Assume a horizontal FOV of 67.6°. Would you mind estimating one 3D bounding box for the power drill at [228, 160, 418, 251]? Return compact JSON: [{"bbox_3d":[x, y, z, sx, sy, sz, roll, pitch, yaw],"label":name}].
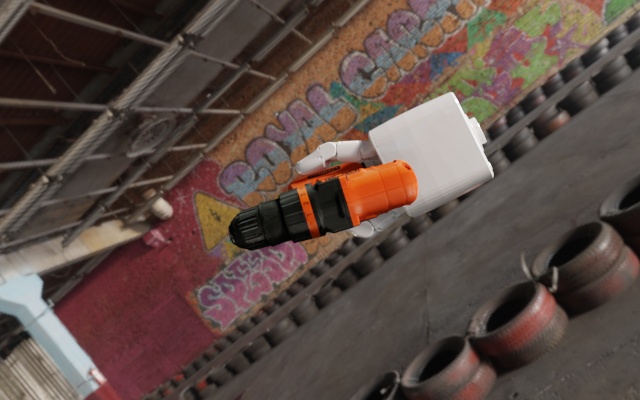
[{"bbox_3d":[0.000,0.002,0.521,0.184,0.057,0.187,-15,7,-1],"label":"power drill"}]
